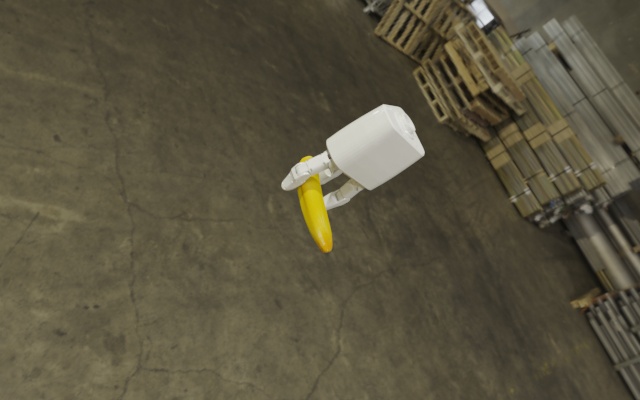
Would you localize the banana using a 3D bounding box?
[{"bbox_3d":[-0.010,-0.010,0.770,0.037,0.197,0.070,-27,-46,20],"label":"banana"}]
